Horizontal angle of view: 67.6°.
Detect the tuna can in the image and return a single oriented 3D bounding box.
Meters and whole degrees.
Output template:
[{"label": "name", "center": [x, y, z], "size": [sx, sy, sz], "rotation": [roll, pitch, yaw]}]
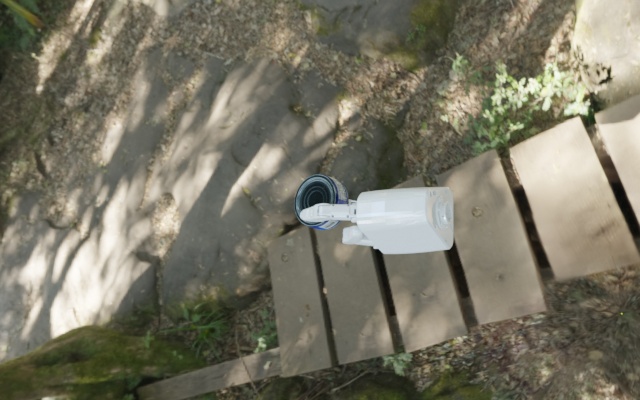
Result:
[{"label": "tuna can", "center": [0.000, 0.002, 0.752], "size": [0.086, 0.086, 0.034], "rotation": [0, -11, 38]}]
